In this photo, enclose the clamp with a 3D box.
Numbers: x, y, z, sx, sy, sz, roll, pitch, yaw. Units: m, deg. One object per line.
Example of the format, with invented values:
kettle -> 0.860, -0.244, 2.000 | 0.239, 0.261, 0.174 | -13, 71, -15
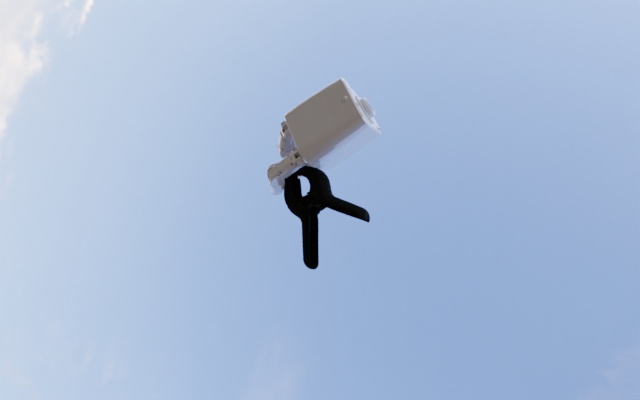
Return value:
clamp -> 0.000, 0.002, 0.707 | 0.120, 0.171, 0.039 | -32, -28, 17
